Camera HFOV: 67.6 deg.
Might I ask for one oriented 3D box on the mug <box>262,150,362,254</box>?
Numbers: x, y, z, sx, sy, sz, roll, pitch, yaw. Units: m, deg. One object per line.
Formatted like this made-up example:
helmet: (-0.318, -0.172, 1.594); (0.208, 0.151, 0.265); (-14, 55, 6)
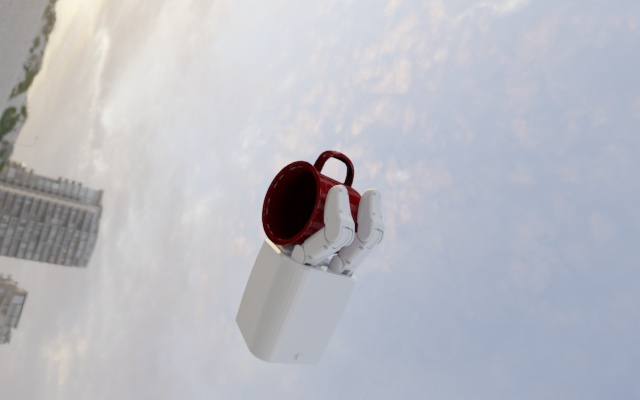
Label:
mug: (0.001, 0.000, 0.526); (0.081, 0.117, 0.093); (21, 3, -40)
